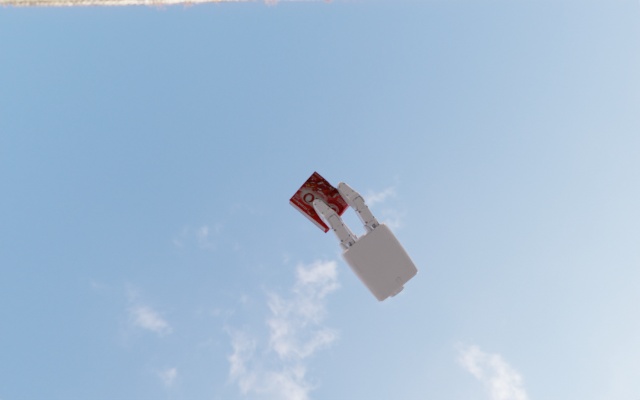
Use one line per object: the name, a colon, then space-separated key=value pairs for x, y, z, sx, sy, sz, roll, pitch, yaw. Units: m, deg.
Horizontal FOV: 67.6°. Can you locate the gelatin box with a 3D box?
gelatin box: x=0.000 y=0.003 z=0.857 sx=0.089 sy=0.073 sz=0.030 roll=39 pitch=-16 yaw=8
